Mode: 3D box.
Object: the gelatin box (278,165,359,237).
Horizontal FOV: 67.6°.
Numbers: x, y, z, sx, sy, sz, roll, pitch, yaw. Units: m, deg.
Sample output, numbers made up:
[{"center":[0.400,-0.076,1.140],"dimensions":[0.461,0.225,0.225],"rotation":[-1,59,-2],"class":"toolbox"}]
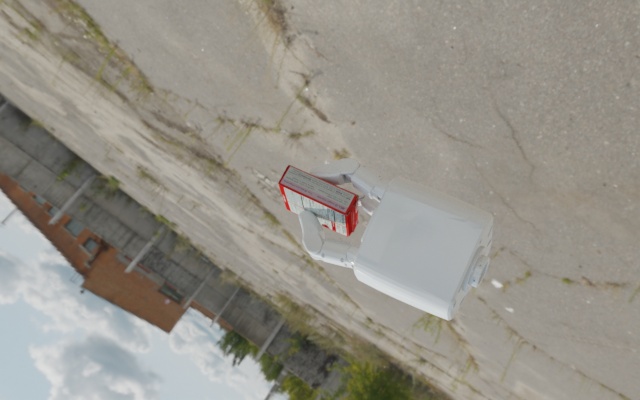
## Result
[{"center":[0.000,0.002,0.548],"dimensions":[0.089,0.030,0.073],"rotation":[24,-20,14],"class":"gelatin box"}]
